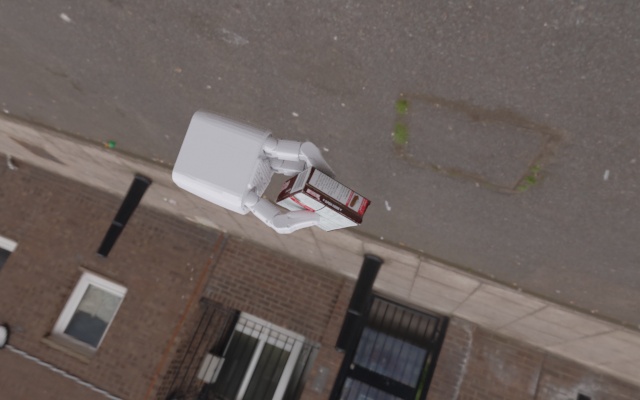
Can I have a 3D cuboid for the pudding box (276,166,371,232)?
[{"bbox_3d":[0.000,0.002,0.626,0.090,0.039,0.113,29,-16,-16],"label":"pudding box"}]
